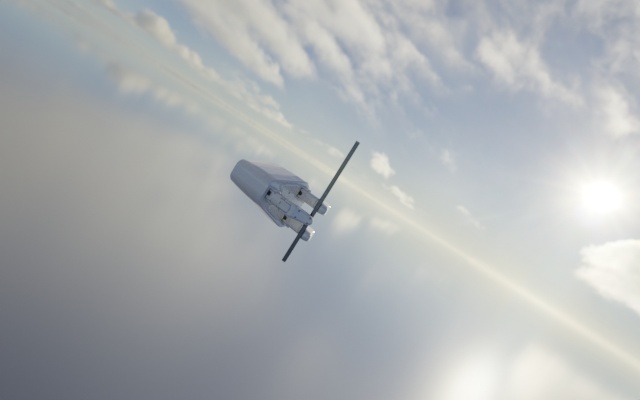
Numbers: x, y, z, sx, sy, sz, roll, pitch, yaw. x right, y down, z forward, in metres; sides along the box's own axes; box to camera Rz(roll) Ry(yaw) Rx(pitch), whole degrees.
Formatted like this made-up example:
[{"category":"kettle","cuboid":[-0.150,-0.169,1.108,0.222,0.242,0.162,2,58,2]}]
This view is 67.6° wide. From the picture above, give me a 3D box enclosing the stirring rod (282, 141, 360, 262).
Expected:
[{"category":"stirring rod","cuboid":[0.000,0.003,0.815,0.011,0.239,0.011,32,4,-2]}]
